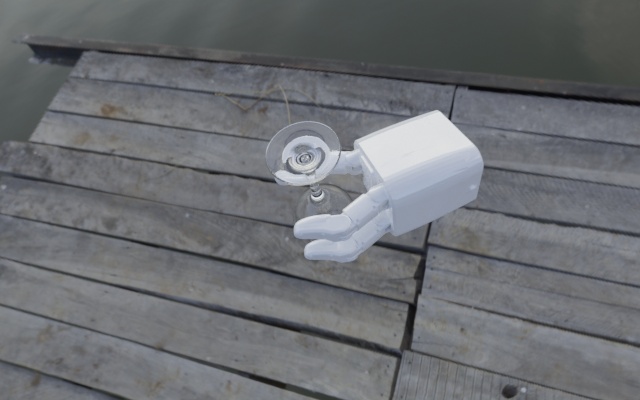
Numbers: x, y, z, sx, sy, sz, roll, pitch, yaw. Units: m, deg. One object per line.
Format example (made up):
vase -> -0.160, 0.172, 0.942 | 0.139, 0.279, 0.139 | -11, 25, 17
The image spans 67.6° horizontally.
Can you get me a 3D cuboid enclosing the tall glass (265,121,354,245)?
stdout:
tall glass -> 0.000, 0.001, 0.542 | 0.079, 0.079, 0.201 | 0, -29, 11
